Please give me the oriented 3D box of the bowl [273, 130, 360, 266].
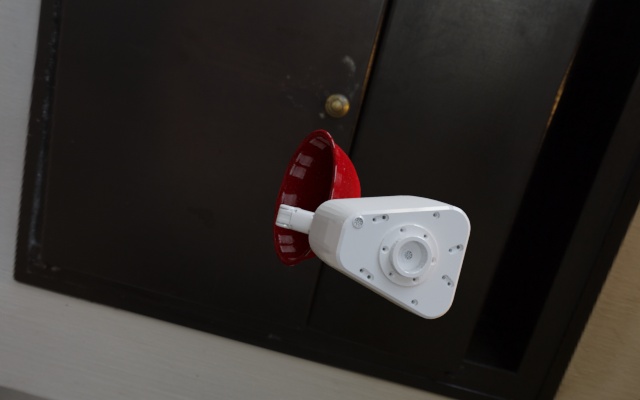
[{"bbox_3d":[0.000,0.001,0.565,0.055,0.162,0.162,15,-6,-25],"label":"bowl"}]
